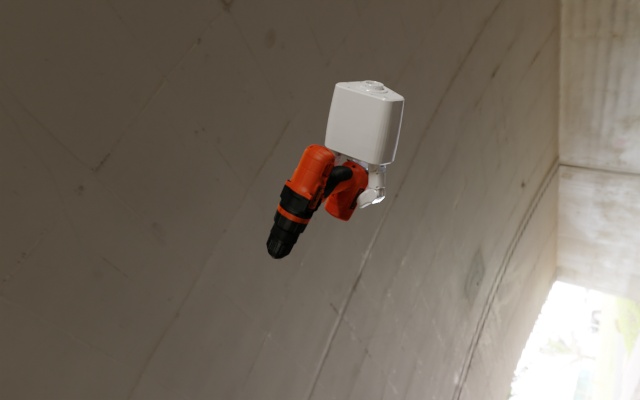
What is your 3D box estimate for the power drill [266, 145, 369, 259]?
[{"bbox_3d":[0.000,0.002,0.761,0.057,0.184,0.187,33,18,21],"label":"power drill"}]
